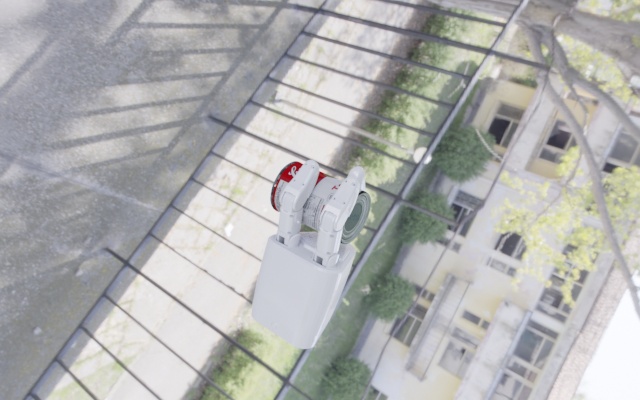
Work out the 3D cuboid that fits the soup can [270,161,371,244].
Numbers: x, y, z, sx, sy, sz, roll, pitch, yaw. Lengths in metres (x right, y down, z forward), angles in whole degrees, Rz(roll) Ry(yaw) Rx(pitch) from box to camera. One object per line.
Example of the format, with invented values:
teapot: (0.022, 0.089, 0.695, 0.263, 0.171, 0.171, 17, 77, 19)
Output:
soup can: (0.001, 0.002, 0.569, 0.102, 0.068, 0.068, 25, 12, 28)
